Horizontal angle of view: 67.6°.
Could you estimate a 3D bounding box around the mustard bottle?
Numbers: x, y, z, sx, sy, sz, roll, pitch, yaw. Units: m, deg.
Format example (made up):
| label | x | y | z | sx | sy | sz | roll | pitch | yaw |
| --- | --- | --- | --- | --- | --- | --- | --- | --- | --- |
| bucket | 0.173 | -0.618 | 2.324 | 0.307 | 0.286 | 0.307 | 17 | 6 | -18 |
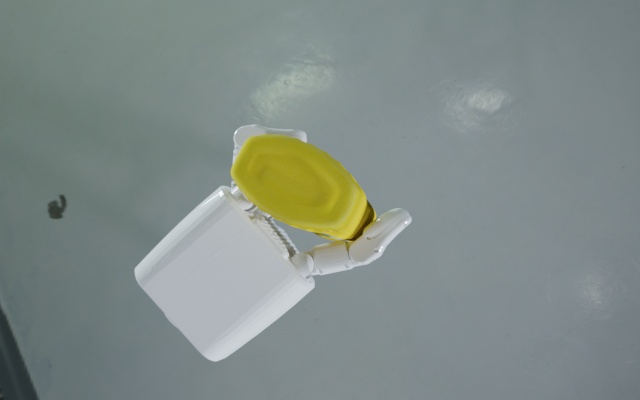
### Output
| label | x | y | z | sx | sy | sz | roll | pitch | yaw |
| --- | --- | --- | --- | --- | --- | --- | --- | --- | --- |
| mustard bottle | 0.000 | 0.001 | 0.415 | 0.096 | 0.058 | 0.192 | 25 | -3 | 15 |
